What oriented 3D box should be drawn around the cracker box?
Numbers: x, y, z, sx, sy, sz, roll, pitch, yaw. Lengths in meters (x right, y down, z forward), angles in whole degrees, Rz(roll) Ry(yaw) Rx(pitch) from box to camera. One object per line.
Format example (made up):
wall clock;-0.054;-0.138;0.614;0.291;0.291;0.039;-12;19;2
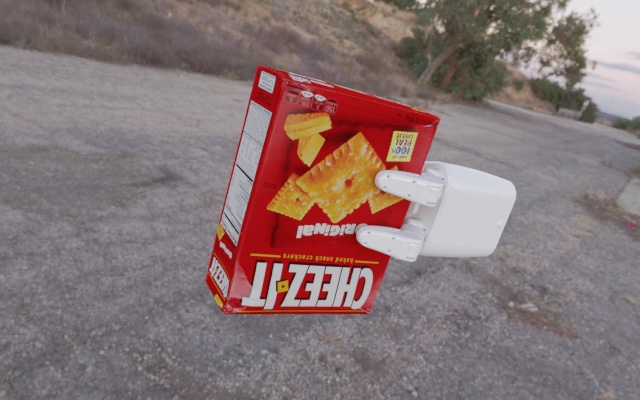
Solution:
cracker box;0.000;0.001;0.449;0.164;0.214;0.072;8;18;-30
